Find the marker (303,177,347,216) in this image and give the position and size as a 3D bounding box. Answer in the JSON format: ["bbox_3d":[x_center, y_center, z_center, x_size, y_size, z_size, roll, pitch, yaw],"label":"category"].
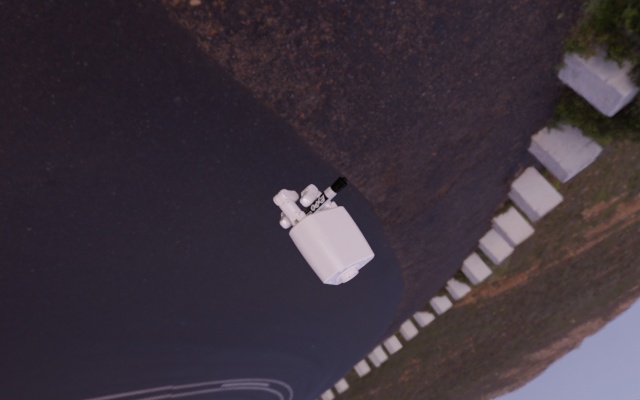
[{"bbox_3d":[0.000,0.003,0.797,0.121,0.020,0.020,-43,-20,23],"label":"marker"}]
